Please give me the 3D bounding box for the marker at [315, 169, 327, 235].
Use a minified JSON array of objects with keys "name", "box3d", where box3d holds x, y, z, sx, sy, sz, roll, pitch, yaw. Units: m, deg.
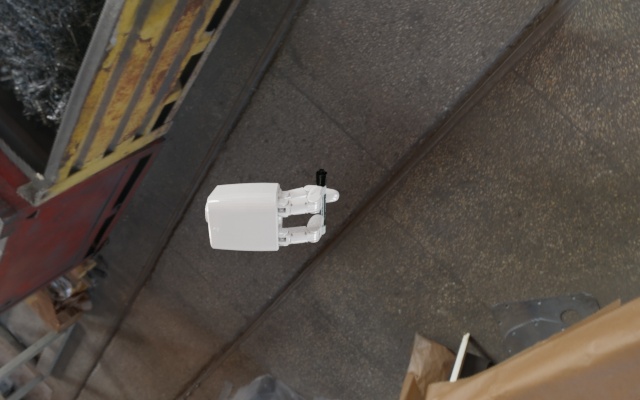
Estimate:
[{"name":"marker","box3d":[0.000,0.003,0.801,0.020,0.121,0.020,1,30,-1]}]
